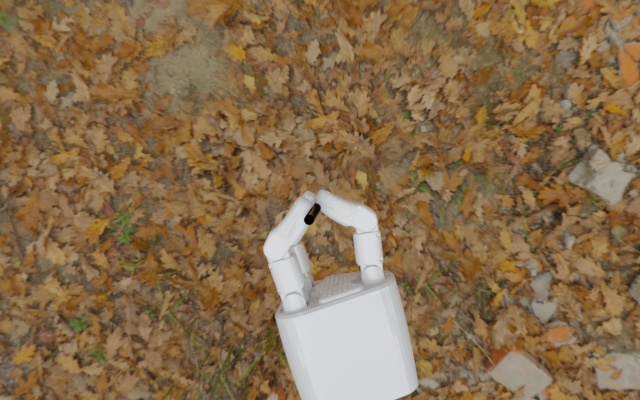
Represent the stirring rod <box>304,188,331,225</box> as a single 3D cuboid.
[{"bbox_3d":[0.000,0.002,0.475,0.011,0.011,0.239,0,6,4],"label":"stirring rod"}]
